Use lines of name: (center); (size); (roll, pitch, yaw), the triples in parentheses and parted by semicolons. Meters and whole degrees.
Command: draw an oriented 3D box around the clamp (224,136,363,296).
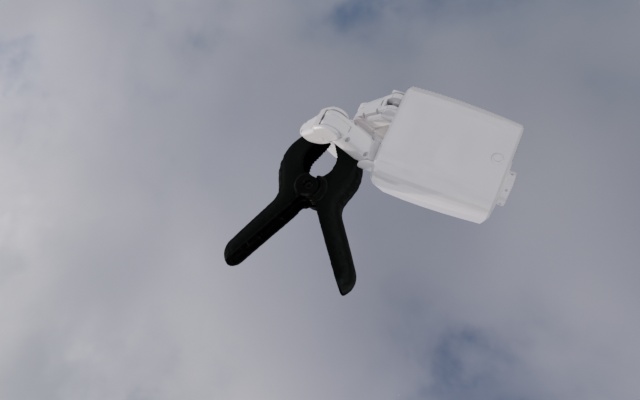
clamp: (0.000, 0.001, 0.432); (0.120, 0.171, 0.039); (22, -17, 15)
